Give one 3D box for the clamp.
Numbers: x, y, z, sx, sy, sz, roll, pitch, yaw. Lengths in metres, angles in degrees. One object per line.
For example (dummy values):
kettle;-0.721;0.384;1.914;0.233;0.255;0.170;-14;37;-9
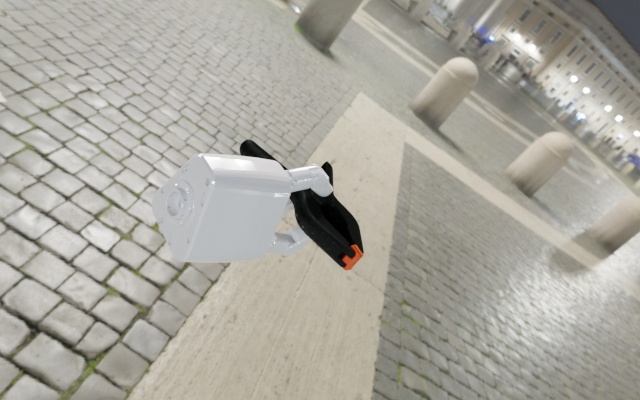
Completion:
clamp;0.001;0.002;0.631;0.164;0.036;0.210;3;42;-50
